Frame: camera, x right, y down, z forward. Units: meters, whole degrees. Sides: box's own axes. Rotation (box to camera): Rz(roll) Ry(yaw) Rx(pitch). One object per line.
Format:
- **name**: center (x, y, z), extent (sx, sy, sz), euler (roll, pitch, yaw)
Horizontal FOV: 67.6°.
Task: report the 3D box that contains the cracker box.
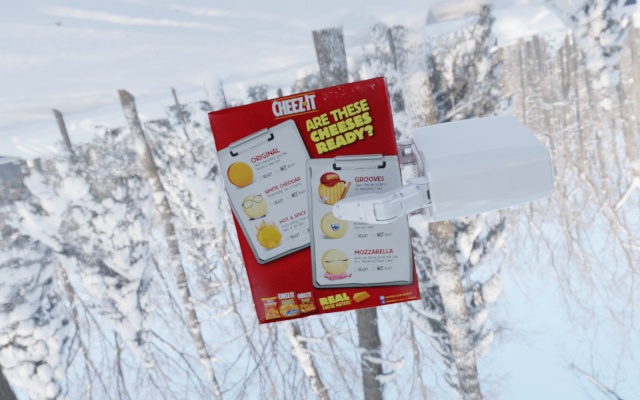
- **cracker box**: center (0.000, 0.002, 0.470), extent (0.164, 0.214, 0.072), euler (-10, 13, 6)
